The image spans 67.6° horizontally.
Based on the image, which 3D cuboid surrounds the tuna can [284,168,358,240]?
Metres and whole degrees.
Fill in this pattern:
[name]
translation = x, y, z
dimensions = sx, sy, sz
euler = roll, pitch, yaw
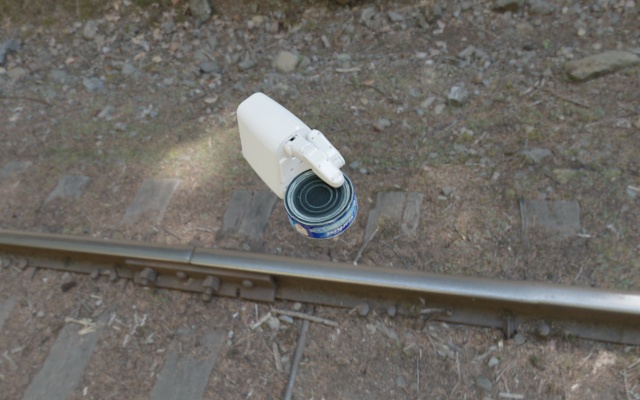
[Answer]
[tuna can]
translation = 0.000, 0.002, 0.568
dimensions = 0.086, 0.086, 0.034
euler = 0, -33, 12
